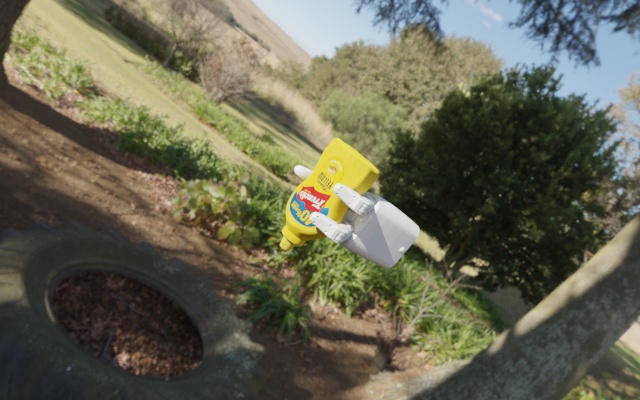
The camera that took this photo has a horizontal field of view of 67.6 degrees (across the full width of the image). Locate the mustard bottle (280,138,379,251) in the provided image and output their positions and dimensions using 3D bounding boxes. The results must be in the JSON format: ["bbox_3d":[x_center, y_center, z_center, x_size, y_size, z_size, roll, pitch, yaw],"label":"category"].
[{"bbox_3d":[0.000,0.002,0.749,0.096,0.191,0.058,45,13,35],"label":"mustard bottle"}]
